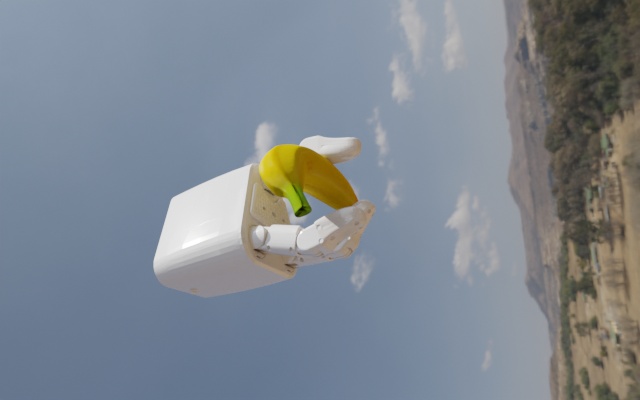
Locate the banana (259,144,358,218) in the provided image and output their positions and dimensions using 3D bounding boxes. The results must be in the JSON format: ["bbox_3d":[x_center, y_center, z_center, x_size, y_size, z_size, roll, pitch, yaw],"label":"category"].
[{"bbox_3d":[-0.009,-0.015,0.418,0.037,0.069,0.198,-28,-7,15],"label":"banana"}]
